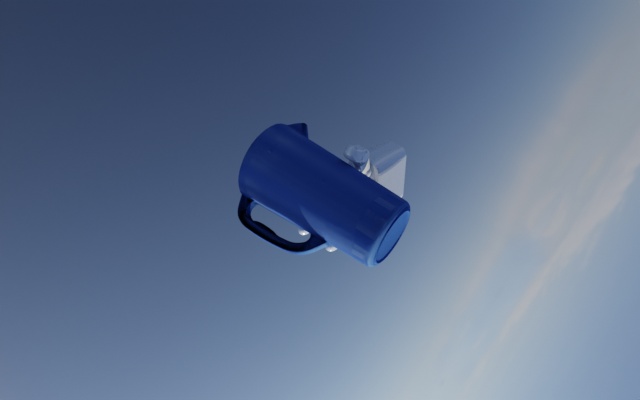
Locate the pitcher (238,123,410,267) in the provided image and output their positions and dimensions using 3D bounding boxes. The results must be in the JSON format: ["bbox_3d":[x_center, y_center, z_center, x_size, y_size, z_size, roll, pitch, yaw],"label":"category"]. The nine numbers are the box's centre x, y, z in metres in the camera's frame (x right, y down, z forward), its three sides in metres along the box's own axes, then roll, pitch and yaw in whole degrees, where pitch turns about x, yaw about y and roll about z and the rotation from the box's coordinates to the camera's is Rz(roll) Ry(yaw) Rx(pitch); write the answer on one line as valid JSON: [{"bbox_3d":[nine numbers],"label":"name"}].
[{"bbox_3d":[0.000,0.002,0.713,0.242,0.149,0.145,32,35,22],"label":"pitcher"}]
